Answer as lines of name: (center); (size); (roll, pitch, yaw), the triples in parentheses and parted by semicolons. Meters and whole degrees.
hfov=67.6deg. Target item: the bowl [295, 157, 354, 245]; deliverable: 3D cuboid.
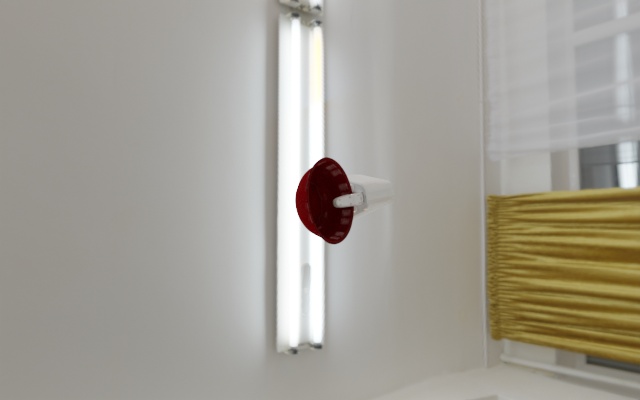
bowl: (-0.001, 0.003, 0.892); (0.055, 0.162, 0.162); (-7, -4, 32)
